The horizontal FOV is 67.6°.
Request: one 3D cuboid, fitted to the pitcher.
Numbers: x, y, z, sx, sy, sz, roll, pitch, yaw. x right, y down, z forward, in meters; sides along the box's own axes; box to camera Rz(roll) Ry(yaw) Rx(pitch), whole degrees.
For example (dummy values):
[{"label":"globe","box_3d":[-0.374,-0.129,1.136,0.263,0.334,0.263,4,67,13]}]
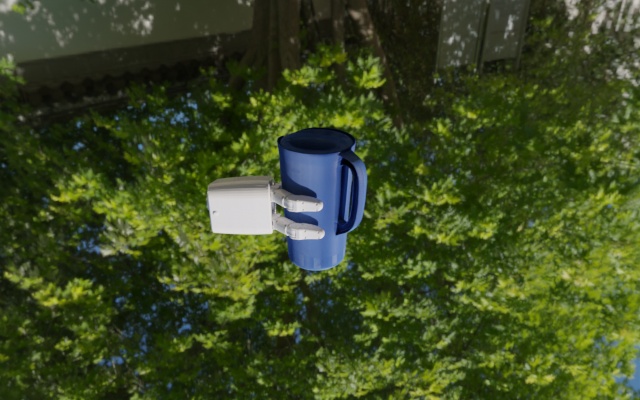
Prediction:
[{"label":"pitcher","box_3d":[0.000,0.003,0.848,0.145,0.243,0.149,-1,27,-2]}]
